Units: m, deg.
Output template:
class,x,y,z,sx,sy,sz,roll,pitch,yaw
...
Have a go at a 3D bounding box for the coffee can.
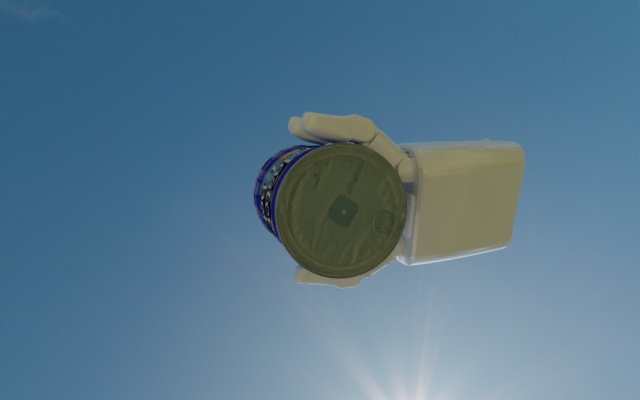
class,x,y,z,sx,sy,sz,roll,pitch,yaw
coffee can,0.000,0.001,0.422,0.103,0.103,0.140,0,6,-15
